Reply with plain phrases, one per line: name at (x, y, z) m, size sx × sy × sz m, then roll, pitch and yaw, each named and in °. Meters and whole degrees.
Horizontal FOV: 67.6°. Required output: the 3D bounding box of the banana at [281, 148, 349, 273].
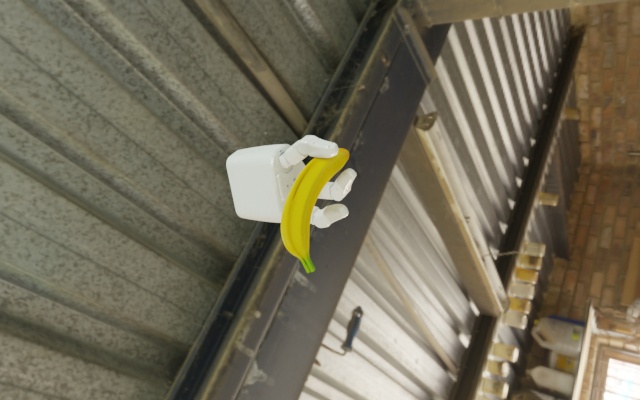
banana at (-0.011, -0.005, 0.646) m, size 0.037 × 0.197 × 0.070 m, roll -5°, pitch -35°, yaw 39°
